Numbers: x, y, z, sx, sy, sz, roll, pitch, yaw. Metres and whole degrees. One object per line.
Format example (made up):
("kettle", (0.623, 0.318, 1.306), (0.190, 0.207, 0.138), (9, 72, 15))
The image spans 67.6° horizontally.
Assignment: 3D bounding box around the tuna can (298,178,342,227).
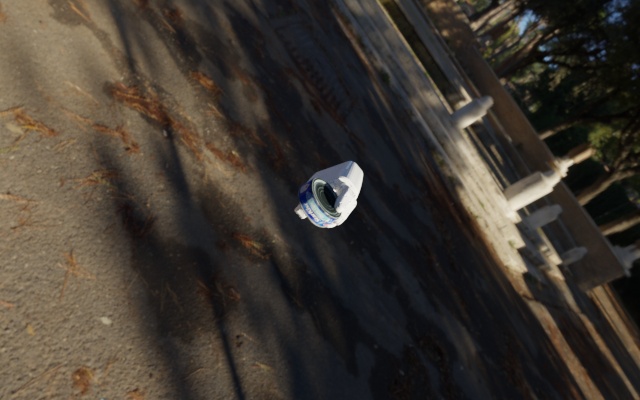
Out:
("tuna can", (0.001, 0.003, 0.849), (0.034, 0.086, 0.086), (-32, -16, 27))
